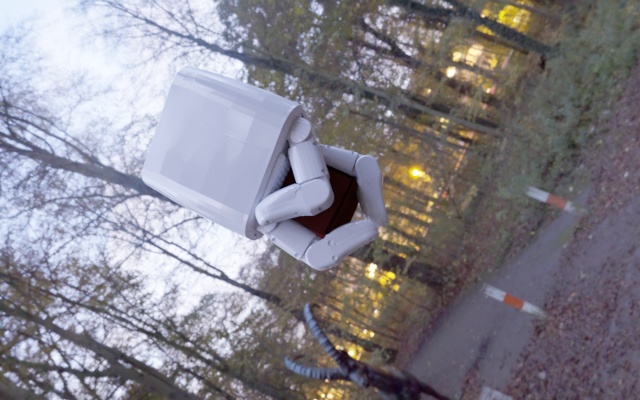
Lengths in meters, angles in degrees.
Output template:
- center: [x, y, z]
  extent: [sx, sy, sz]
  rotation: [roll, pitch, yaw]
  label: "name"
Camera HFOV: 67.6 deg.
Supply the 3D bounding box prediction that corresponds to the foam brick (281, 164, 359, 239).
- center: [0.000, 0.002, 0.410]
  extent: [0.051, 0.053, 0.078]
  rotation: [24, -8, 13]
  label: "foam brick"
